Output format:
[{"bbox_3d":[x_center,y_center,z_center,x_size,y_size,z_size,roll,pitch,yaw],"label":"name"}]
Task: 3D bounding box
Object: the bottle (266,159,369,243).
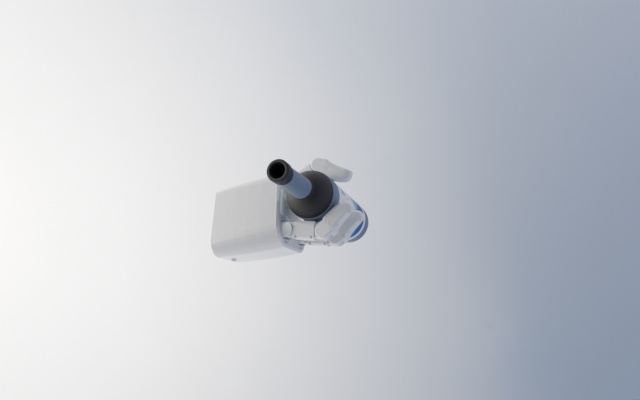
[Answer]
[{"bbox_3d":[0.000,0.002,0.661,0.069,0.069,0.296,0,-14,20],"label":"bottle"}]
